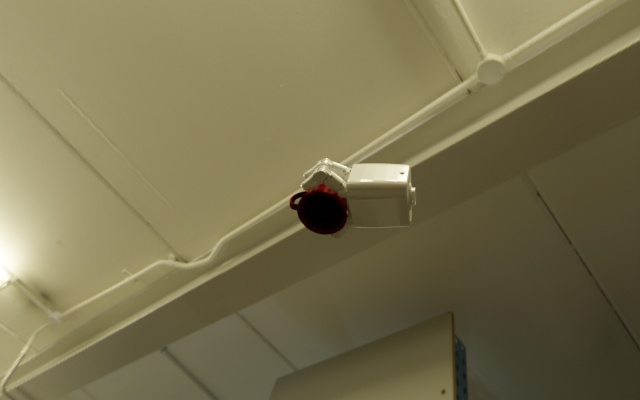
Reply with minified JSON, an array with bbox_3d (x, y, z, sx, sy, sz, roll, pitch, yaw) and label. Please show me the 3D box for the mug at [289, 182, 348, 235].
[{"bbox_3d":[-0.001,0.003,0.895,0.117,0.093,0.081,1,32,15],"label":"mug"}]
